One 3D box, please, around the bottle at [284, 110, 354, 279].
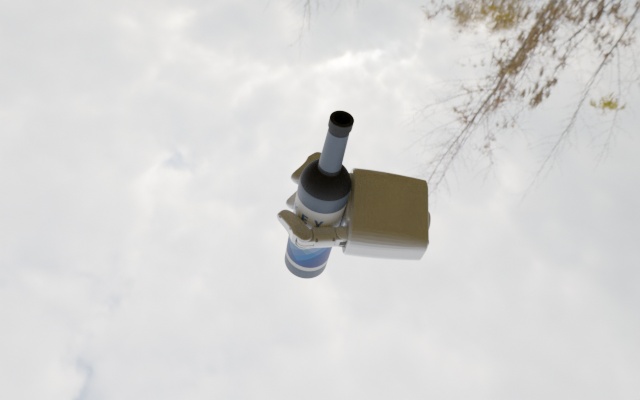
[{"bbox_3d":[0.000,0.002,0.628,0.069,0.069,0.296,0,-38,-12],"label":"bottle"}]
